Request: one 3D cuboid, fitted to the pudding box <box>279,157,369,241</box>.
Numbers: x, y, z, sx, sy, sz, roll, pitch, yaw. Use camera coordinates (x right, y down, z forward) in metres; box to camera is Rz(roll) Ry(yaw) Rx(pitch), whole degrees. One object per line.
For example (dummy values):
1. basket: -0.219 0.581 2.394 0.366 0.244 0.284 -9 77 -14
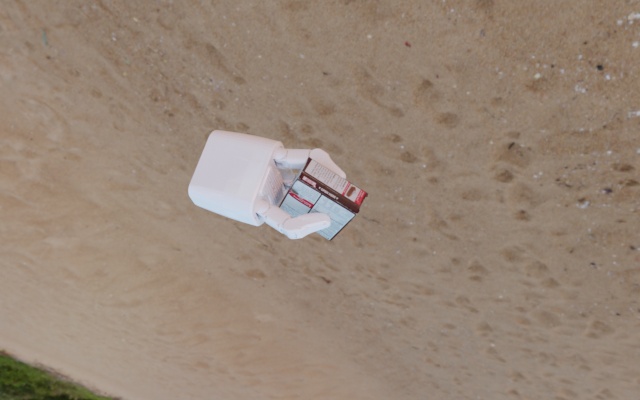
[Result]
1. pudding box: 0.000 0.002 0.631 0.090 0.039 0.113 31 -26 -4
